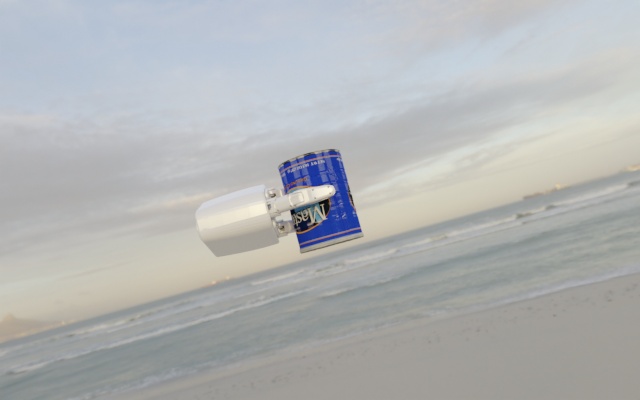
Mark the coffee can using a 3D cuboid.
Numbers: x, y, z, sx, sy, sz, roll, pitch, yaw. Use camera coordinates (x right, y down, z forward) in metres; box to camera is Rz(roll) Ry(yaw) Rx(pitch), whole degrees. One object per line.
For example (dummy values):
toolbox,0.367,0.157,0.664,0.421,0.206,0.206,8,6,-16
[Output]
coffee can,0.000,0.003,0.747,0.103,0.140,0.103,-15,-6,-2
